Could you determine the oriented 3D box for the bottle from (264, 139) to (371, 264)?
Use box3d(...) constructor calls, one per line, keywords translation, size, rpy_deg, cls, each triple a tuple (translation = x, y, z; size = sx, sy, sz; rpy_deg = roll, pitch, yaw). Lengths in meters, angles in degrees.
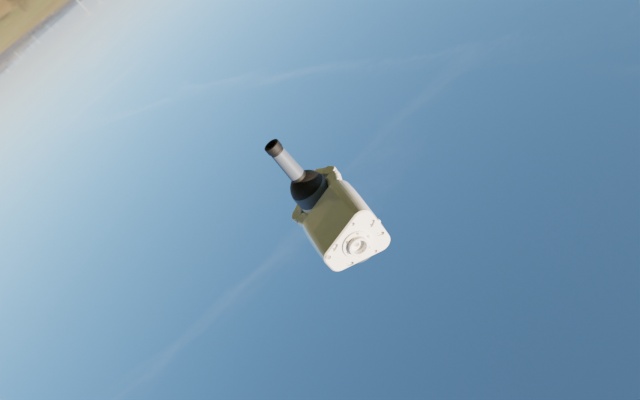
box3d(translation=(0.000, 0.003, 0.853), size=(0.069, 0.069, 0.296), rpy_deg=(0, -39, 45), cls="bottle")
